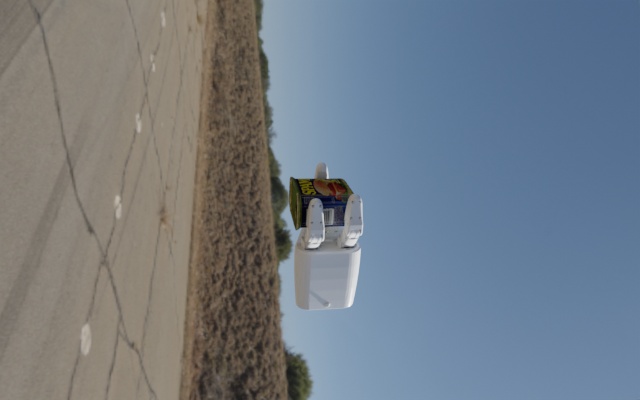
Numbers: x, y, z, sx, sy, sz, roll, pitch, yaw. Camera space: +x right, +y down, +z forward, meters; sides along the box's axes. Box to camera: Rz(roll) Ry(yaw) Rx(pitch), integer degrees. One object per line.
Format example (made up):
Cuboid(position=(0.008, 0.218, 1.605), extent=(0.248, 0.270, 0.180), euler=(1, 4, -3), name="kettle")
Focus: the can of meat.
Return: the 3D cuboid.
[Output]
Cuboid(position=(0.000, 0.002, 0.710), extent=(0.084, 0.057, 0.102), euler=(-1, 21, -10), name="can of meat")
